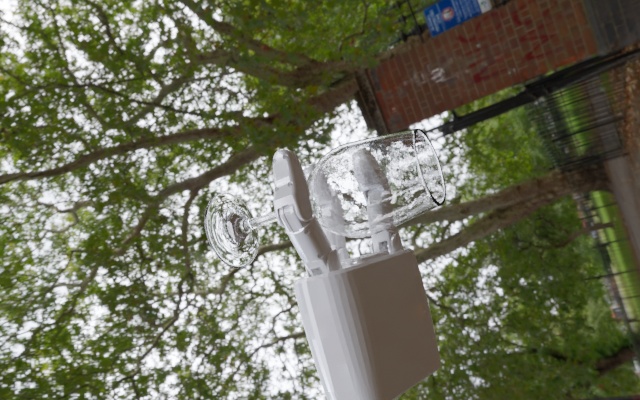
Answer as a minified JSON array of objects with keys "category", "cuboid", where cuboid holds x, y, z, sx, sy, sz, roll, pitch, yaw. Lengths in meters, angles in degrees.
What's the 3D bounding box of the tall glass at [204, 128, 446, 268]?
[{"category":"tall glass","cuboid":[-0.001,0.001,0.408,0.201,0.079,0.079,-18,-9,28]}]
